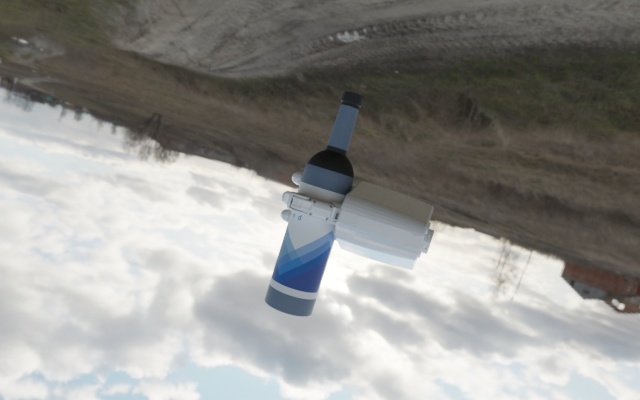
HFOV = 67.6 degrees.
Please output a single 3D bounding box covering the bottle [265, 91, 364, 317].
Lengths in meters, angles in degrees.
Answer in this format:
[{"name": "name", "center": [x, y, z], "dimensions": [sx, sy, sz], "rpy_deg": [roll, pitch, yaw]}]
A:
[{"name": "bottle", "center": [0.000, 0.002, 0.632], "dimensions": [0.069, 0.296, 0.069], "rpy_deg": [17, 3, -1]}]
